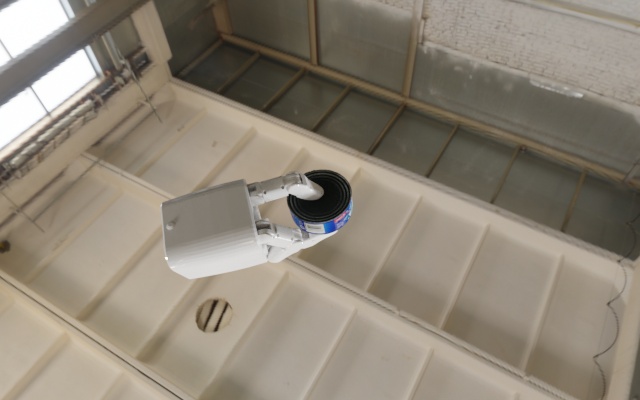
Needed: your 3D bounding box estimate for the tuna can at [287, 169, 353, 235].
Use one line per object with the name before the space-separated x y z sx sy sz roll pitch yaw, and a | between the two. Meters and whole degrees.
tuna can | 0.000 0.002 0.634 0.086 0.086 0.034 0 -35 9
